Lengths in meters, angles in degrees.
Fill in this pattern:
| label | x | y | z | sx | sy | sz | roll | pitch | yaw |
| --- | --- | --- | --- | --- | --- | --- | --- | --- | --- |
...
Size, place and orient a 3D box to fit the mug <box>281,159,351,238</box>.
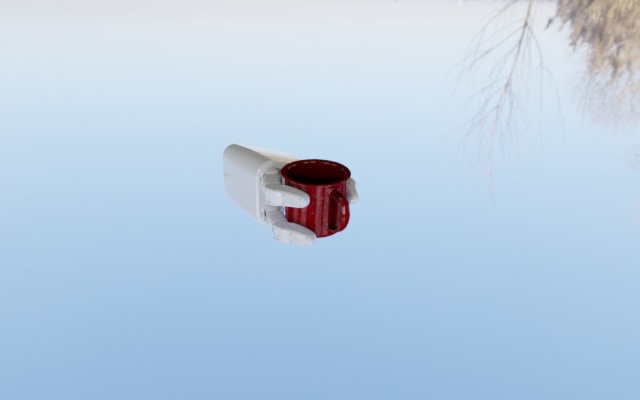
| label | x | y | z | sx | sy | sz | roll | pitch | yaw |
| --- | --- | --- | --- | --- | --- | --- | --- | --- | --- |
| mug | 0.001 | 0.003 | 0.636 | 0.093 | 0.081 | 0.117 | -17 | 32 | -34 |
